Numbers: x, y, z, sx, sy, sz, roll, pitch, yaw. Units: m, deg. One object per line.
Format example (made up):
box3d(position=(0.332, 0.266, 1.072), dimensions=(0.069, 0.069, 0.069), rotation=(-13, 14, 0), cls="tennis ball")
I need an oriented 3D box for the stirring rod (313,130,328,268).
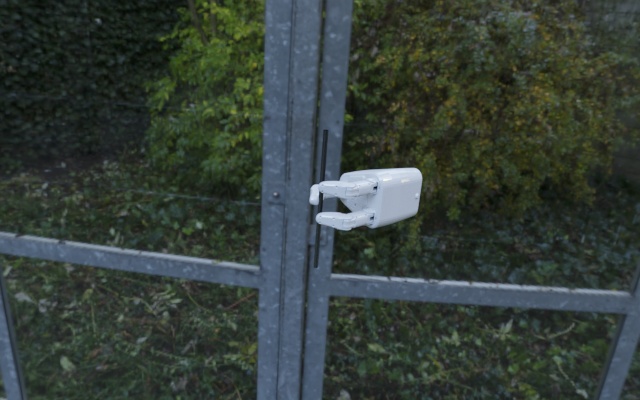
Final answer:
box3d(position=(0.000, 0.003, 0.790), dimensions=(0.011, 0.240, 0.011), rotation=(4, 20, -1), cls="stirring rod")
